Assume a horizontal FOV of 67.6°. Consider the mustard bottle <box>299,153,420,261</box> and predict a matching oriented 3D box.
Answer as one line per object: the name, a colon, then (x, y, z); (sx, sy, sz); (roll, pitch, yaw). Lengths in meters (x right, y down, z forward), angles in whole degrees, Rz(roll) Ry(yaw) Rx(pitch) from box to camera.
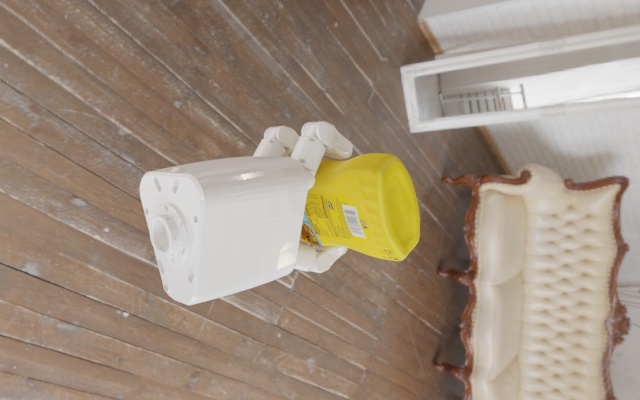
mustard bottle: (0.000, 0.001, 0.474); (0.191, 0.096, 0.058); (5, 36, 42)
